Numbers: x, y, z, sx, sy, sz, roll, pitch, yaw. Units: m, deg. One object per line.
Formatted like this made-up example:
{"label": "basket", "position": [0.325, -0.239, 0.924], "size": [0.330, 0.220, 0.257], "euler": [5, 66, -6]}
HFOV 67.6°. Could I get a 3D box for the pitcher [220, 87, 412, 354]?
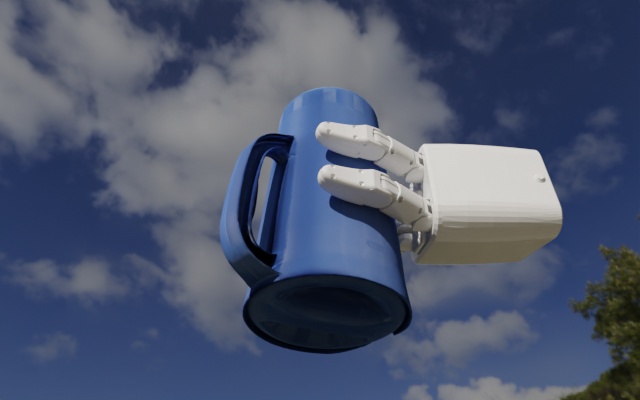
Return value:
{"label": "pitcher", "position": [0.000, 0.001, 0.441], "size": [0.145, 0.242, 0.149], "euler": [0, -40, 1]}
